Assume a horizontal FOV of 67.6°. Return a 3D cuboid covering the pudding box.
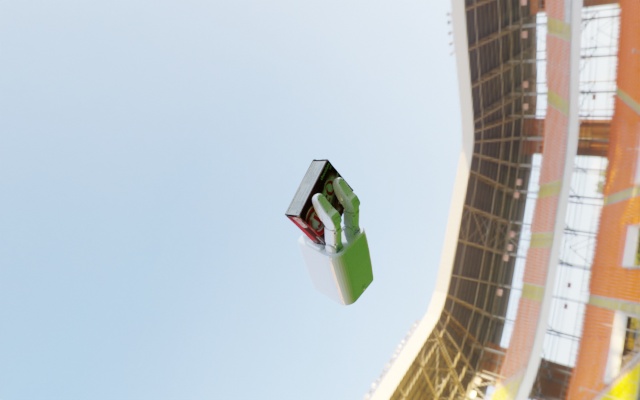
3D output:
[{"bbox_3d":[0.000,0.003,0.780,0.039,0.113,0.090,4,-31,39],"label":"pudding box"}]
